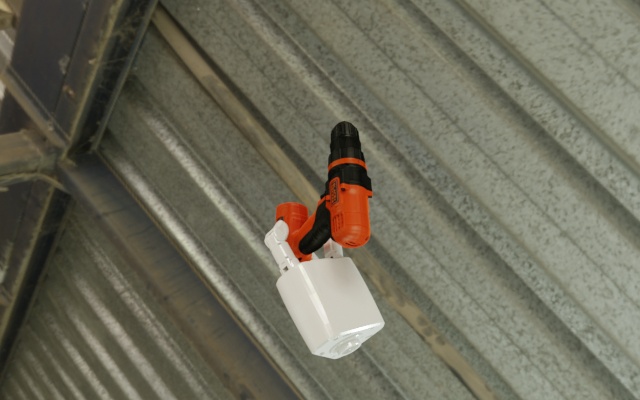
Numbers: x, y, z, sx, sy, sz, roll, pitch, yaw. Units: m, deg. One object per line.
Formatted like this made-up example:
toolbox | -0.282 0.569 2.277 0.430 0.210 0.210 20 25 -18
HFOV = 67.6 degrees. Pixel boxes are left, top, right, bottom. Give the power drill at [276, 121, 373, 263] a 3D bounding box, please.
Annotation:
power drill | 0.000 0.003 0.676 0.057 0.184 0.188 16 -34 -26
